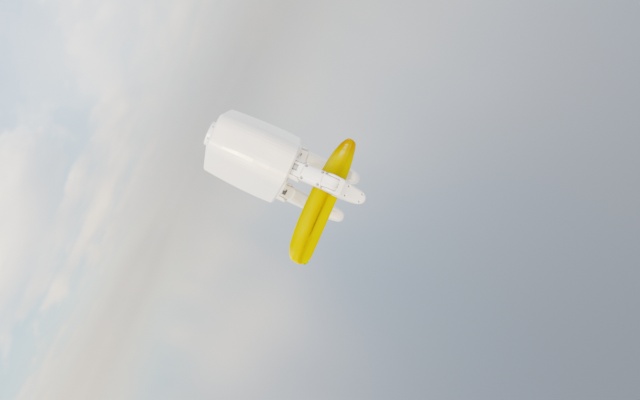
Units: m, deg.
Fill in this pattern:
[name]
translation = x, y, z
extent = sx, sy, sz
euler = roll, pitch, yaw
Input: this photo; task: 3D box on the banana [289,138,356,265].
[banana]
translation = -0.003, 0.011, 0.634
extent = 0.037, 0.198, 0.069
euler = 23, 20, 0
